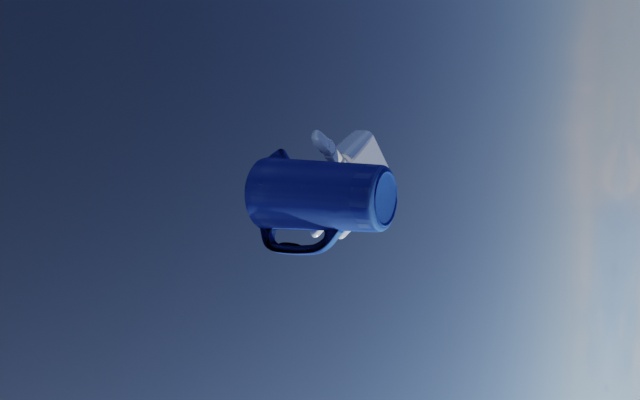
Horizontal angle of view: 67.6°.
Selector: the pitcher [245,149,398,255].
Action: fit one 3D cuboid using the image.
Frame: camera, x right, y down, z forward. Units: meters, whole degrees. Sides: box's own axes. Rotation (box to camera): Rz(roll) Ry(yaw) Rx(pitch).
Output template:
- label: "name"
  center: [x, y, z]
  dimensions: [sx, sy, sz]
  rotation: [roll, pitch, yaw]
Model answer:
- label: "pitcher"
  center: [0.000, 0.003, 0.815]
  dimensions: [0.243, 0.149, 0.145]
  rotation: [3, 35, 31]
